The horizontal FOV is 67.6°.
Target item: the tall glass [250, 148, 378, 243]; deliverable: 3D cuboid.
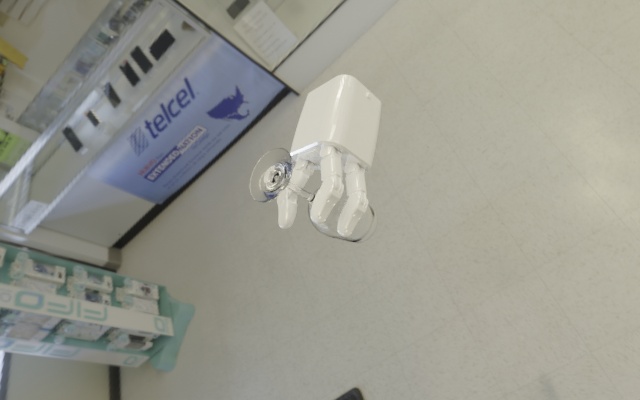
[{"bbox_3d":[0.000,0.002,0.663,0.079,0.079,0.201,0,-21,42],"label":"tall glass"}]
